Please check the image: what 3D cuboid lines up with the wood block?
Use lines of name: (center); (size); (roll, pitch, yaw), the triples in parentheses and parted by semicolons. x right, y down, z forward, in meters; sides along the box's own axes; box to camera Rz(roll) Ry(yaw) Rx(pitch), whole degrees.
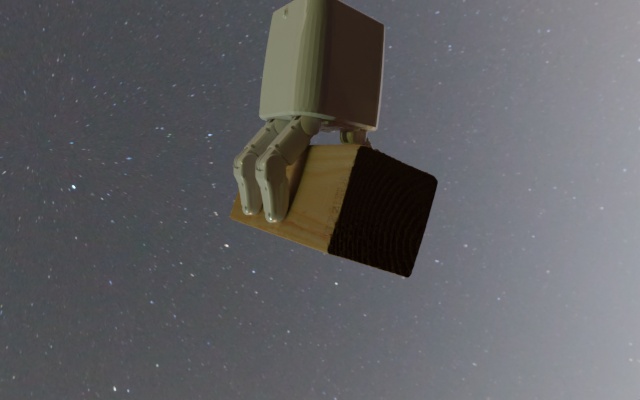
wood block: (0.000, 0.001, 0.465); (0.091, 0.090, 0.206); (19, -4, -31)
